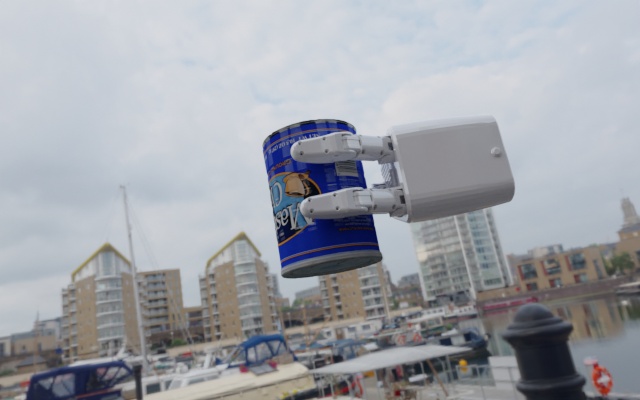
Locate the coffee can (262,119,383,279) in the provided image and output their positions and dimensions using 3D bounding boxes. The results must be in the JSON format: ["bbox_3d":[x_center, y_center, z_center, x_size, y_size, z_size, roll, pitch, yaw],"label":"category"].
[{"bbox_3d":[0.000,0.002,0.493,0.103,0.140,0.103,-9,-15,-2],"label":"coffee can"}]
